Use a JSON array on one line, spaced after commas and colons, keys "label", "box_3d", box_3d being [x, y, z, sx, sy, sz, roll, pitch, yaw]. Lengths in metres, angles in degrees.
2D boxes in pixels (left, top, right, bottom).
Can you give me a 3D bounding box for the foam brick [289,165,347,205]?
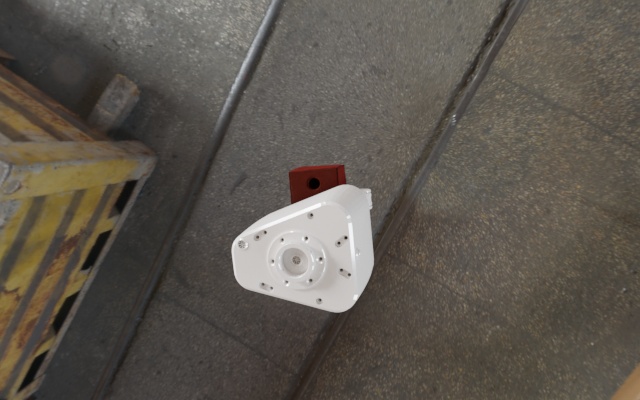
[{"label": "foam brick", "box_3d": [0.000, 0.001, 0.514, 0.053, 0.078, 0.051, -4, 6, 13]}]
